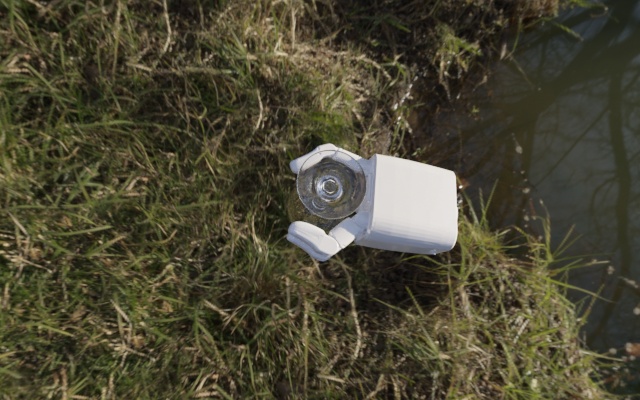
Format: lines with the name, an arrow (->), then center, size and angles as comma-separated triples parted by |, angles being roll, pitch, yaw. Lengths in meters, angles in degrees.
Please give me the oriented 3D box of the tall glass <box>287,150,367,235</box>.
tall glass -> 0.000, 0.002, 0.593 | 0.079, 0.079, 0.201 | 0, -11, -8
